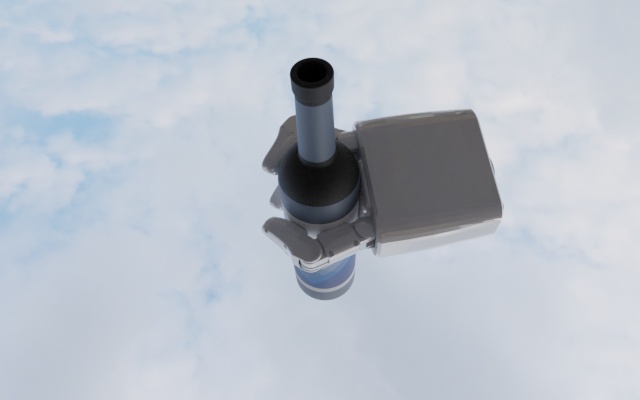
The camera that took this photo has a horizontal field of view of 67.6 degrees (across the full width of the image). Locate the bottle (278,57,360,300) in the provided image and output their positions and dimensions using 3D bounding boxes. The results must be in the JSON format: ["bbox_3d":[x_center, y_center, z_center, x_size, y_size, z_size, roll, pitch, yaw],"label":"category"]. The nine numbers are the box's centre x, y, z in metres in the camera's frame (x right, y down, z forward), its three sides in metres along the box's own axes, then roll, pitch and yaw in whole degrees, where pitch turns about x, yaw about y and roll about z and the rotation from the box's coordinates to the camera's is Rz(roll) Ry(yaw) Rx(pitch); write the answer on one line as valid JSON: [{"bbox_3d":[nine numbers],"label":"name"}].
[{"bbox_3d":[0.000,0.002,0.415,0.069,0.069,0.296,0,-33,2],"label":"bottle"}]
